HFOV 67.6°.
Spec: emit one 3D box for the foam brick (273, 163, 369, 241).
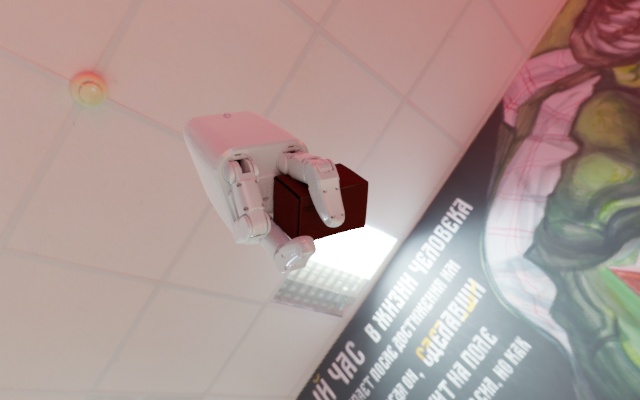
[{"bbox_3d":[0.000,0.002,0.463,0.078,0.053,0.051,-13,31,-29],"label":"foam brick"}]
